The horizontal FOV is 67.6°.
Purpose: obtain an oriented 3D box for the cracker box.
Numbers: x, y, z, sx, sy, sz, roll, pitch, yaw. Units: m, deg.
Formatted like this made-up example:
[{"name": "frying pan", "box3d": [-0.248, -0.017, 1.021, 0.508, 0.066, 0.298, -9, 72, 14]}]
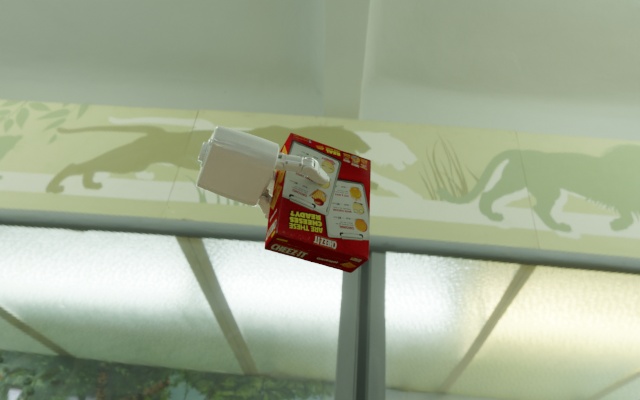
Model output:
[{"name": "cracker box", "box3d": [0.000, 0.002, 0.834, 0.164, 0.213, 0.072, 17, -36, -17]}]
